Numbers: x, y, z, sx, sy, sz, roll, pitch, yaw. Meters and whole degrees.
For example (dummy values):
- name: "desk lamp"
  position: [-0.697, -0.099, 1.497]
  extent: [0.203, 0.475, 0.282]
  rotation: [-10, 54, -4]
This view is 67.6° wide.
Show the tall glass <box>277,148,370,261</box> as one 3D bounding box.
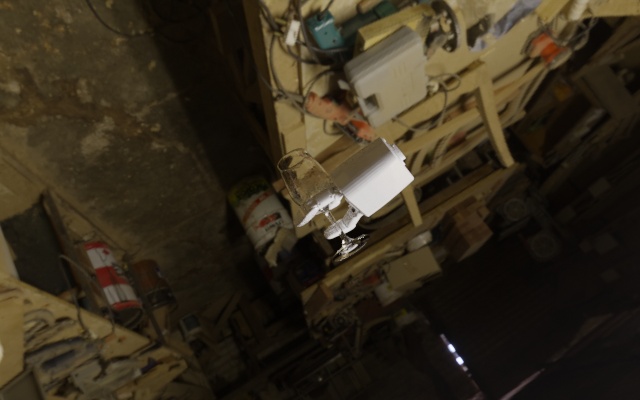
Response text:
- name: "tall glass"
  position: [0.000, 0.003, 0.832]
  extent: [0.079, 0.201, 0.079]
  rotation: [-30, -20, -12]
